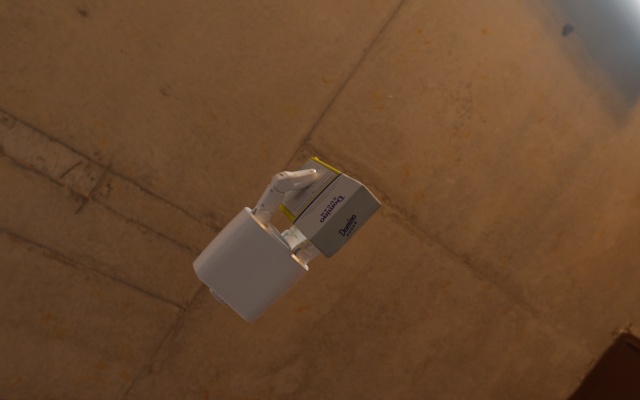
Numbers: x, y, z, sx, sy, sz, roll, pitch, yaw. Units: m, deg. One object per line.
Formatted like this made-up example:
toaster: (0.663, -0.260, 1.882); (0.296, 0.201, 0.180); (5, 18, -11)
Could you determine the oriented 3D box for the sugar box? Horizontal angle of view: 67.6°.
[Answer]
sugar box: (0.000, 0.002, 0.634); (0.048, 0.093, 0.176); (45, -2, -29)
